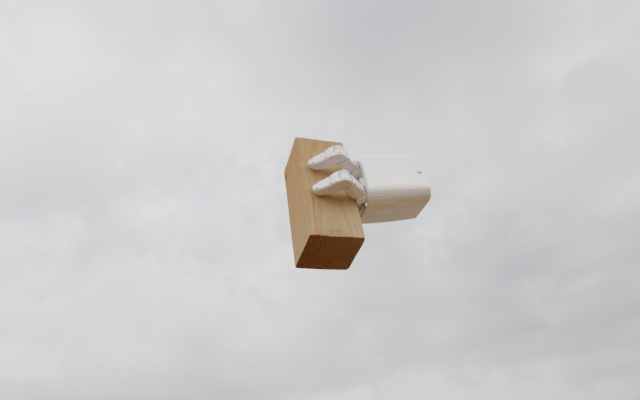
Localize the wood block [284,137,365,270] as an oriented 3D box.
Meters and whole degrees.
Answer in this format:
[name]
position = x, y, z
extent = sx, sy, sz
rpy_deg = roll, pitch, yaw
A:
[wood block]
position = 0.000, 0.003, 0.786
extent = 0.090, 0.206, 0.091
rpy_deg = 5, -42, -17
